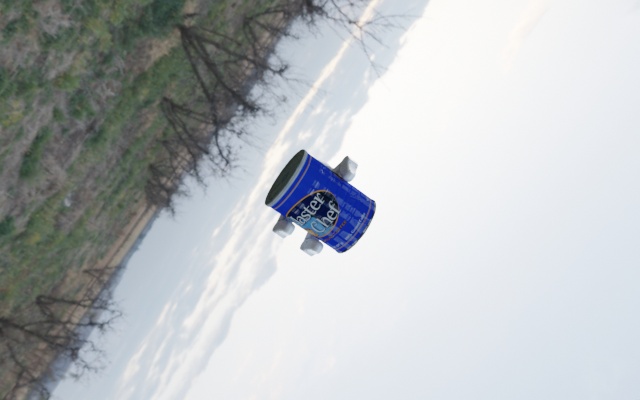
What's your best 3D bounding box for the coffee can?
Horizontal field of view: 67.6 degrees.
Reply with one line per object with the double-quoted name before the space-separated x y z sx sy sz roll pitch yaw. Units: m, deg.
"coffee can" 0.000 0.002 0.737 0.140 0.103 0.103 35 -10 -15
